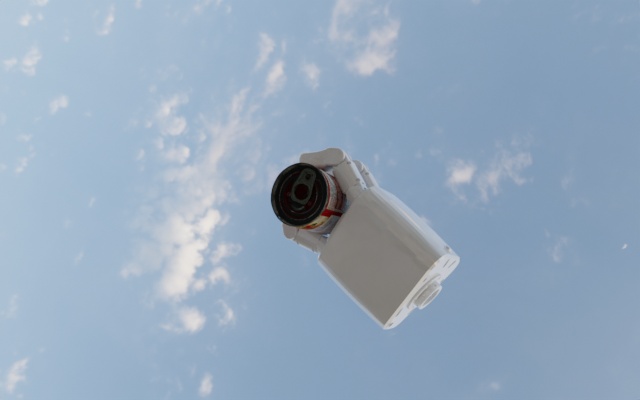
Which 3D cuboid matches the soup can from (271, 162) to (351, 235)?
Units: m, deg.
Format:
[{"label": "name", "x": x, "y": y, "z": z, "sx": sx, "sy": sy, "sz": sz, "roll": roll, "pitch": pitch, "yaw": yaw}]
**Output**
[{"label": "soup can", "x": 0.000, "y": 0.002, "z": 0.536, "sx": 0.068, "sy": 0.068, "sz": 0.102, "roll": 0, "pitch": -9, "yaw": 27}]
